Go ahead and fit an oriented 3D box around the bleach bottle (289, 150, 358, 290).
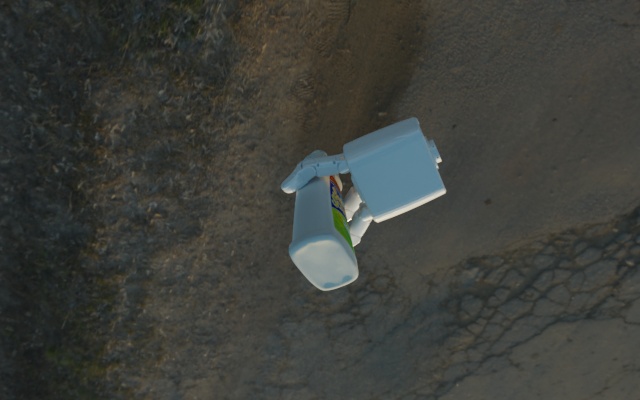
[{"bbox_3d":[0.000,0.002,0.686,0.068,0.103,0.250,-23,37,14],"label":"bleach bottle"}]
